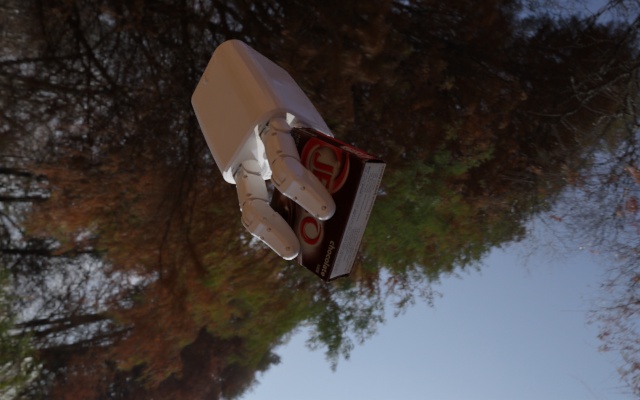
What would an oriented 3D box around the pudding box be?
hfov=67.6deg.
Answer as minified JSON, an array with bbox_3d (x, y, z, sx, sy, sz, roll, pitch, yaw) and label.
[{"bbox_3d":[0.000,0.001,0.424,0.039,0.113,0.090,-5,26,-46],"label":"pudding box"}]
